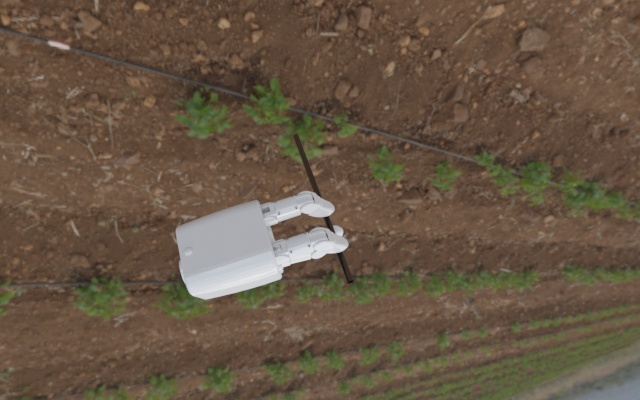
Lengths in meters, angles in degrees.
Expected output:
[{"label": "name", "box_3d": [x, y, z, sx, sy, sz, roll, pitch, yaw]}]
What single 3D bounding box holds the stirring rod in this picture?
[{"label": "stirring rod", "box_3d": [0.000, 0.002, 0.641, 0.011, 0.239, 0.011, -15, -31, -9]}]
